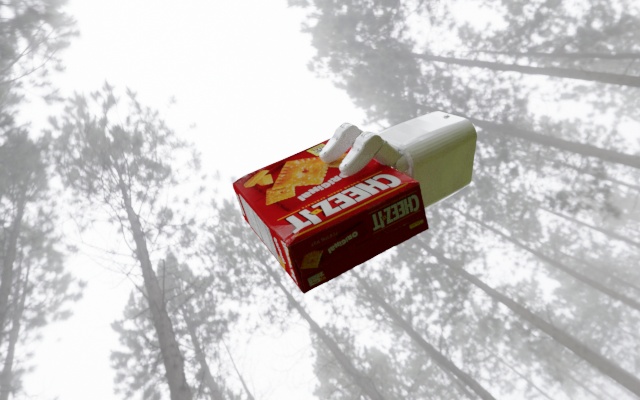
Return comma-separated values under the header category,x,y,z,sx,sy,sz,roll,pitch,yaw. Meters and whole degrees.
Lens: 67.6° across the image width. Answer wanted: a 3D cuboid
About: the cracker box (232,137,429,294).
category,x,y,z,sx,sy,sz,roll,pitch,yaw
cracker box,0.000,0.002,0.589,0.164,0.072,0.213,-26,29,-16
